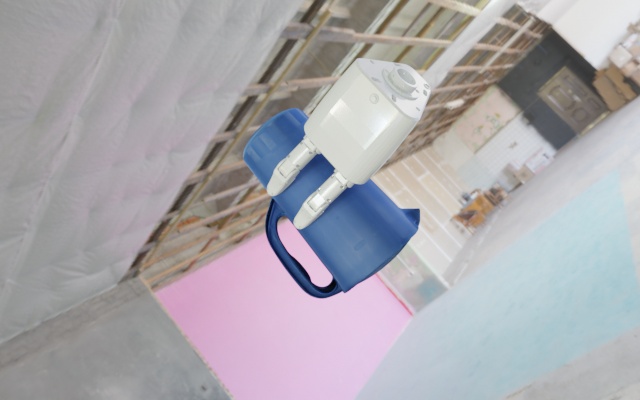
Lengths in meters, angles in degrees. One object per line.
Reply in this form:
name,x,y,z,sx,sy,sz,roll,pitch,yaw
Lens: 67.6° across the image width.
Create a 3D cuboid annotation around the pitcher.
pitcher,0.000,0.002,0.648,0.149,0.243,0.145,-32,-12,-47
